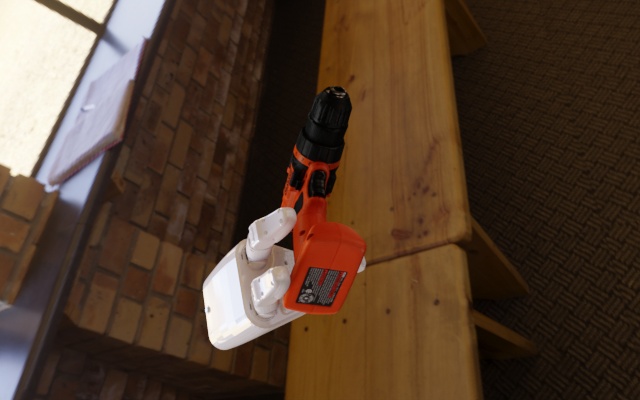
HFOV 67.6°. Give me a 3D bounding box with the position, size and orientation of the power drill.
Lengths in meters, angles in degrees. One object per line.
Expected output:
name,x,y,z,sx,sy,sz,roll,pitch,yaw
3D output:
power drill,0.000,0.002,0.477,0.057,0.185,0.187,9,37,-11
